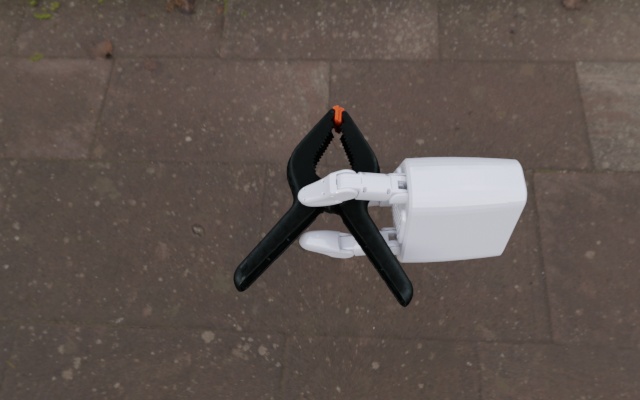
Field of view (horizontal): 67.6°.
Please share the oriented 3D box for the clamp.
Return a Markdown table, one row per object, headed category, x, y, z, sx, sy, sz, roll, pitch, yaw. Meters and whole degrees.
| category | x | y | z | sx | sy | sz | roll | pitch | yaw |
| --- | --- | --- | --- | --- | --- | --- | --- | --- | --- |
| clamp | 0.000 | 0.001 | 0.472 | 0.164 | 0.210 | 0.036 | -1 | -24 | -1 |
